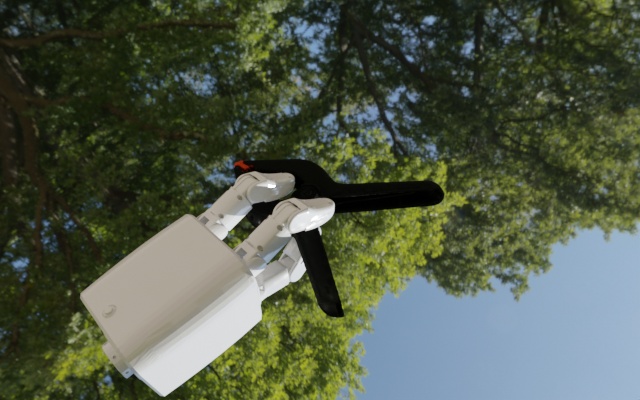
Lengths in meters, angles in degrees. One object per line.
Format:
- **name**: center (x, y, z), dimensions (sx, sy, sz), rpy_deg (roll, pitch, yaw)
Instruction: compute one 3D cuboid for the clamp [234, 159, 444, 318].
- **clamp**: center (0.000, 0.002, 0.462), dimensions (0.164, 0.036, 0.210), rpy_deg (-37, 48, -25)
